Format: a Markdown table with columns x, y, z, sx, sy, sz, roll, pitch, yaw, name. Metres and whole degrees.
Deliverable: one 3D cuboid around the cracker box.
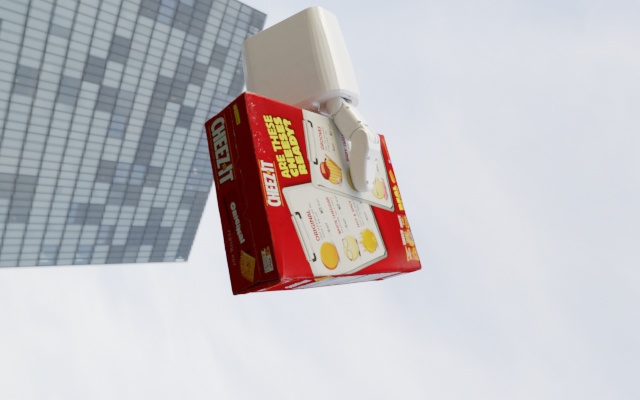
| x | y | z | sx | sy | sz | roll | pitch | yaw | name |
| --- | --- | --- | --- | --- | --- | --- | --- | --- | --- |
| 0.000 | 0.001 | 0.474 | 0.072 | 0.164 | 0.214 | -25 | -20 | 37 | cracker box |
